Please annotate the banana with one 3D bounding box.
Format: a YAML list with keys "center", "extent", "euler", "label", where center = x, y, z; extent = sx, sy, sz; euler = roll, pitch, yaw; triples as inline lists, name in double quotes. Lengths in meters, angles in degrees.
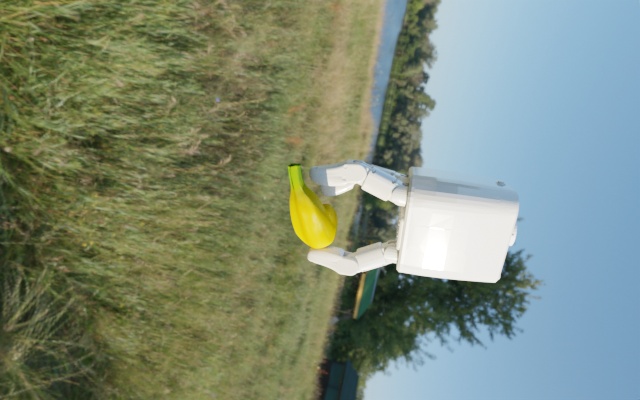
- center: [-0.002, 0.019, 0.523]
  extent: [0.037, 0.069, 0.198]
  euler: [3, -12, 9]
  label: "banana"
